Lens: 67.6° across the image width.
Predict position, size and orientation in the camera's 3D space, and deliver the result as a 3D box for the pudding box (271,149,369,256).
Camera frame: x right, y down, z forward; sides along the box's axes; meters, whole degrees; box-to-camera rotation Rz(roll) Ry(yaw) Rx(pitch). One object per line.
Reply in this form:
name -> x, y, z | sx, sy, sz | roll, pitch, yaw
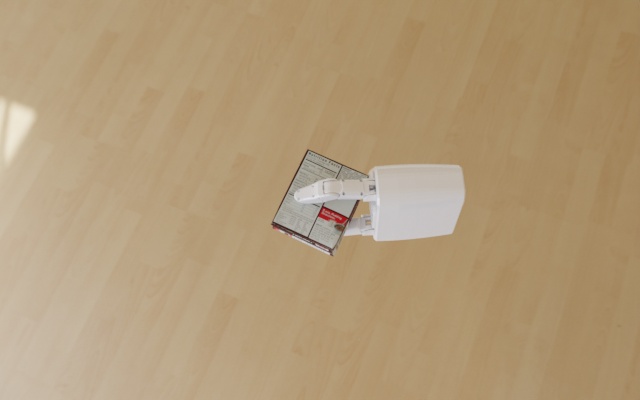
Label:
pudding box -> 0.000, 0.002, 0.616 | 0.090, 0.113, 0.039 | 24, -15, 7
